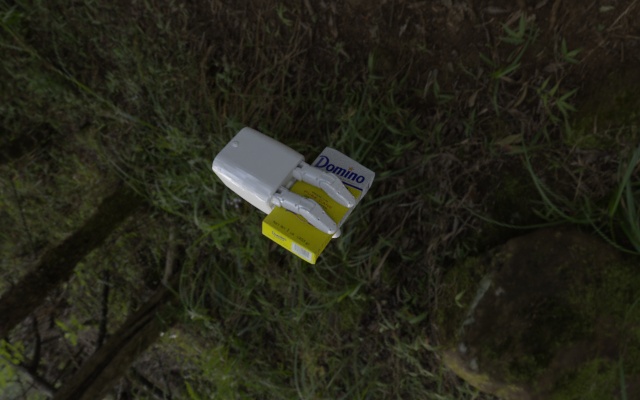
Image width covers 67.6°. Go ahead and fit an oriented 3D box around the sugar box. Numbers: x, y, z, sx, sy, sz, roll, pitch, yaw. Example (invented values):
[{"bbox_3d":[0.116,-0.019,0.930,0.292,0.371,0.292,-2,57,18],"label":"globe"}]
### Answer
[{"bbox_3d":[0.000,0.002,0.728,0.093,0.176,0.048,31,-28,12],"label":"sugar box"}]
